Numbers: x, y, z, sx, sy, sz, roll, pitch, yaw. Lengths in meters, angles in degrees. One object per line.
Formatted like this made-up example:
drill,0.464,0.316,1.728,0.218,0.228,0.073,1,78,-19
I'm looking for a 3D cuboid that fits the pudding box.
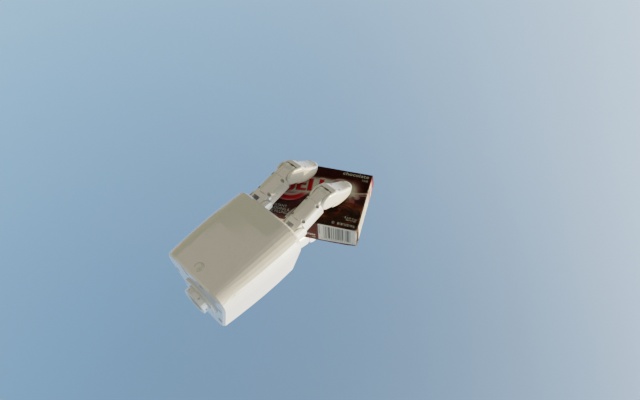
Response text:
pudding box,0.000,0.002,0.579,0.113,0.090,0.039,12,-38,10
